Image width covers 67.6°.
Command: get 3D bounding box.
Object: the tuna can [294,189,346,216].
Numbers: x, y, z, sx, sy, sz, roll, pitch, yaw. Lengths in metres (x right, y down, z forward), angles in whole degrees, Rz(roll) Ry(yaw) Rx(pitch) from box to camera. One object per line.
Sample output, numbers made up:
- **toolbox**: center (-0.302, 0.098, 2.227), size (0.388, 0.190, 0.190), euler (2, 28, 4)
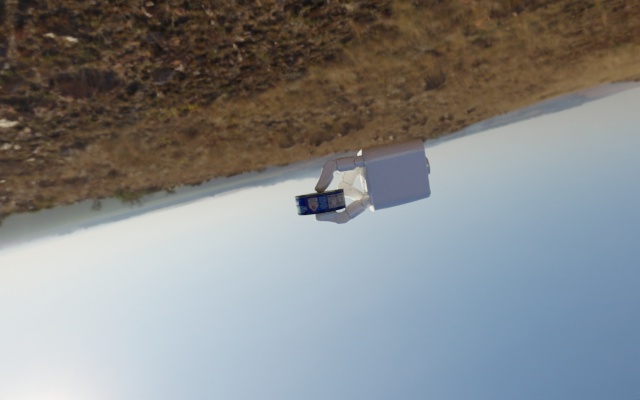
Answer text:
- **tuna can**: center (0.000, 0.003, 0.817), size (0.086, 0.034, 0.086), euler (-9, 3, 0)
